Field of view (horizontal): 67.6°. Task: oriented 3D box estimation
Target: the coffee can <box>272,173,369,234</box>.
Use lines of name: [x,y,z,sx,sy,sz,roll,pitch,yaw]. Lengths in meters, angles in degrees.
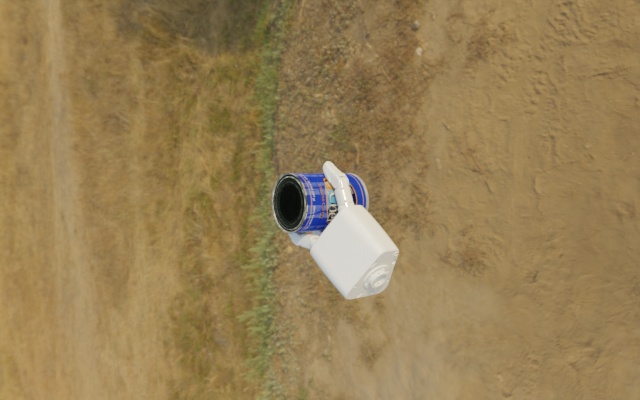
coffee can: [0.000,0.003,0.841,0.140,0.103,0.103,-2,1,-39]
